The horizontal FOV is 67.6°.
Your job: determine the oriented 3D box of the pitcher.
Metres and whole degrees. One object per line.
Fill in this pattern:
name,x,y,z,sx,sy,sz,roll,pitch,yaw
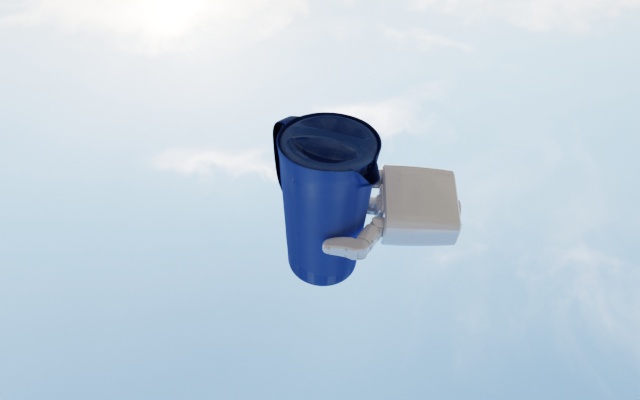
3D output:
pitcher,0.000,0.002,0.684,0.145,0.243,0.149,2,42,-1
